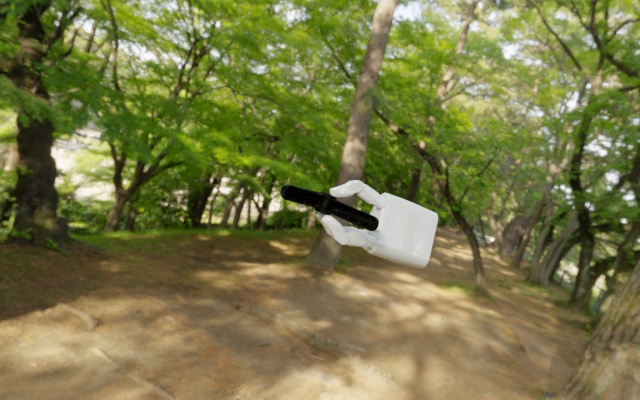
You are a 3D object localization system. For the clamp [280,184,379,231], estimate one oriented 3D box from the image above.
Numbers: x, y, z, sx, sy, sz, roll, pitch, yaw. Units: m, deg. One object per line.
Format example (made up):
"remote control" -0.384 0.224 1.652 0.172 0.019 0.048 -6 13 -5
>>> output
"clamp" 0.001 0.002 0.837 0.164 0.036 0.210 21 2 -12
